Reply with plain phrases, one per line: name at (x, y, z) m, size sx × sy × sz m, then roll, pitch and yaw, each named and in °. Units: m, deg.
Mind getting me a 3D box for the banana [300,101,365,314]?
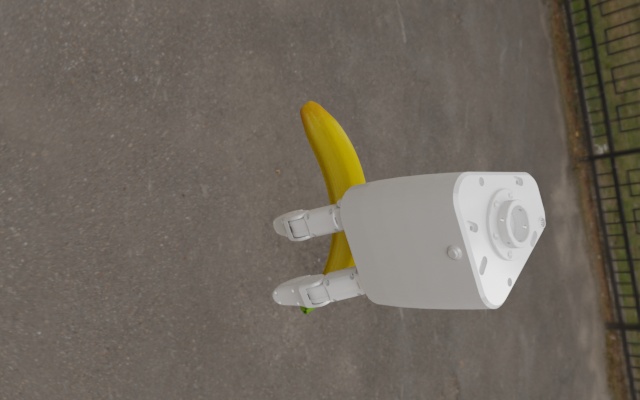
banana at (0.016, 0.005, 0.452) m, size 0.069 × 0.198 × 0.037 m, roll 2°, pitch -5°, yaw -32°
